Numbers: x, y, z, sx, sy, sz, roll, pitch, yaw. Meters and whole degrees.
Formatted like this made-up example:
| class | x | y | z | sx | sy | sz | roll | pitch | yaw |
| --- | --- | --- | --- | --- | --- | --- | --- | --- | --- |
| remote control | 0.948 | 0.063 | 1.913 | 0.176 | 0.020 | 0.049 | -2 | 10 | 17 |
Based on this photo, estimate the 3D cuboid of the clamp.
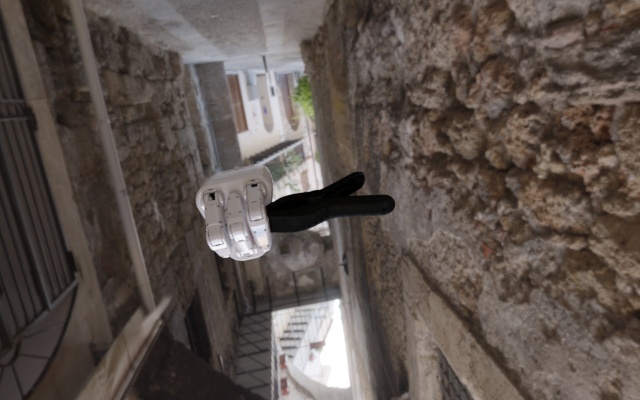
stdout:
| class | x | y | z | sx | sy | sz | roll | pitch | yaw |
| --- | --- | --- | --- | --- | --- | --- | --- | --- | --- |
| clamp | 0.000 | 0.003 | 0.616 | 0.171 | 0.039 | 0.120 | -10 | 17 | -3 |
